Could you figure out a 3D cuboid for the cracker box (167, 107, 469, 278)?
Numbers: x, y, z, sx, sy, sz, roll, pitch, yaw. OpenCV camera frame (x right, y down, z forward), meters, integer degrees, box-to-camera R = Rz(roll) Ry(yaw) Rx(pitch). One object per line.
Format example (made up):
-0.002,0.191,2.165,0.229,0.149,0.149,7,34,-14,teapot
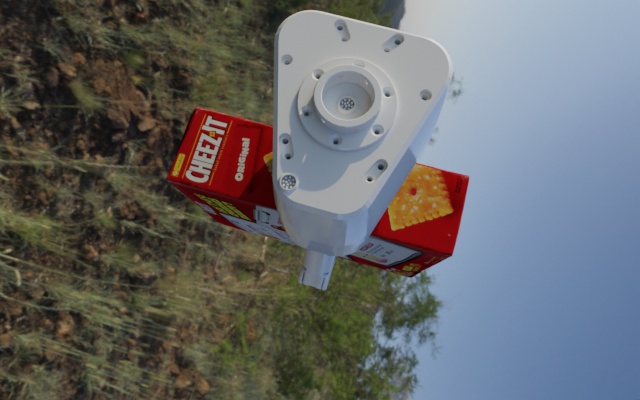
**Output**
0.000,0.002,0.422,0.213,0.072,0.164,16,-13,5,cracker box
